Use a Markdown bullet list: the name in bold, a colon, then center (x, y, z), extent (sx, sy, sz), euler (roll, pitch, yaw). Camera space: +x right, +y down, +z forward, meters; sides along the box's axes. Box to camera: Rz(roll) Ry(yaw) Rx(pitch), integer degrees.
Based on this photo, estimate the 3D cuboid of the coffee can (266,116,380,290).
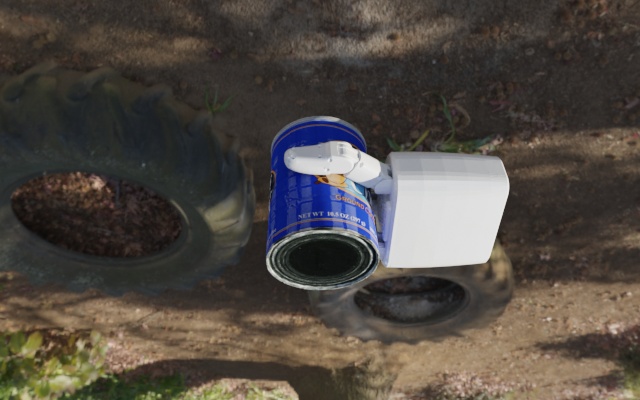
- **coffee can**: center (0.000, 0.001, 0.470), extent (0.103, 0.140, 0.103), euler (-1, -39, -1)
